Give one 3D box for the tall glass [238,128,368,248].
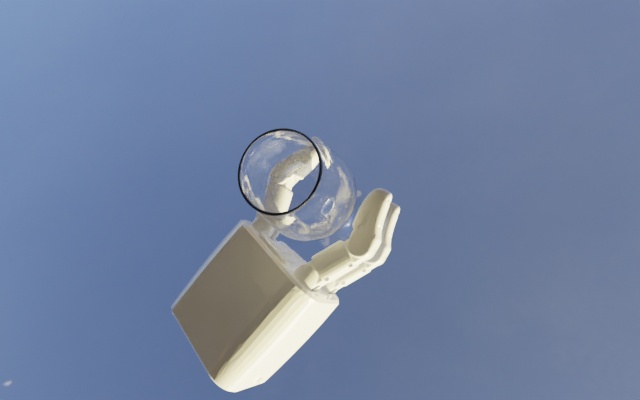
[{"bbox_3d":[0.000,0.001,0.415,0.079,0.079,0.201,0,-13,17],"label":"tall glass"}]
